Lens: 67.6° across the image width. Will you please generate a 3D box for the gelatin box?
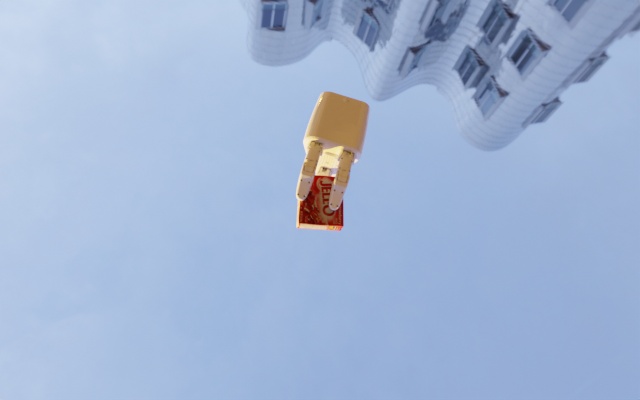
[{"bbox_3d":[0.000,0.003,0.778,0.073,0.089,0.030,4,-22,-8],"label":"gelatin box"}]
